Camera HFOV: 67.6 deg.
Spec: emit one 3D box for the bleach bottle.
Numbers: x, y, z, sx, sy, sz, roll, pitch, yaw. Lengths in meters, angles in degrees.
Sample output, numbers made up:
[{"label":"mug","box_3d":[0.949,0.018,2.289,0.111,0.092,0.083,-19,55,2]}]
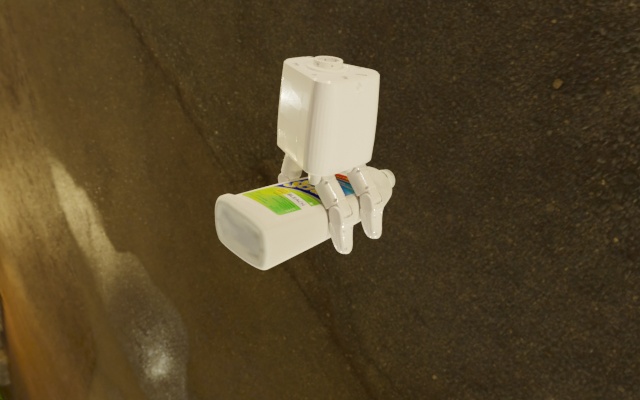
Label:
[{"label":"bleach bottle","box_3d":[0.000,0.002,0.603,0.251,0.068,0.102,-22,38,-40]}]
